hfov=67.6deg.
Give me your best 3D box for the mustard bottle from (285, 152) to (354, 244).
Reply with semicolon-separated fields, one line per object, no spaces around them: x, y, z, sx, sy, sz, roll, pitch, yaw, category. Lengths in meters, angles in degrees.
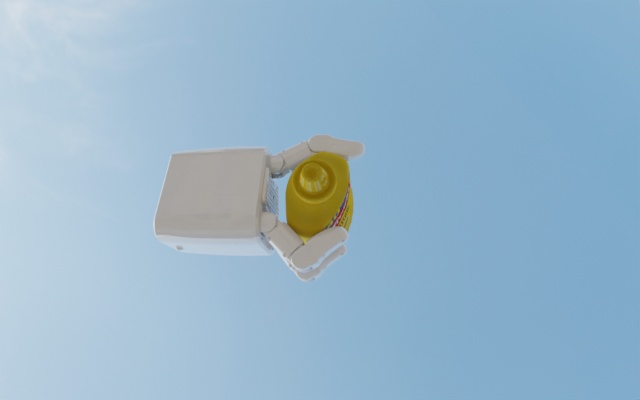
0.000;0.002;0.507;0.058;0.096;0.192;23;-13;12;mustard bottle
